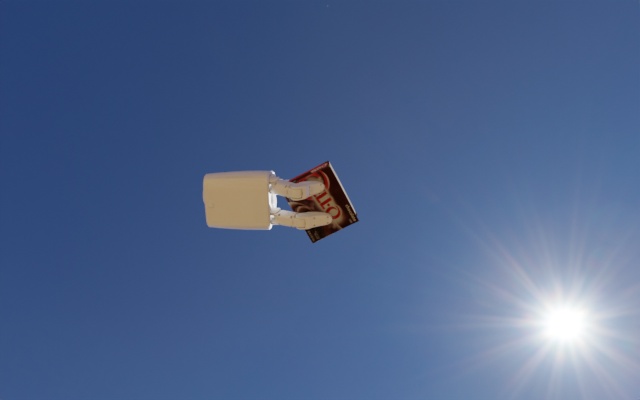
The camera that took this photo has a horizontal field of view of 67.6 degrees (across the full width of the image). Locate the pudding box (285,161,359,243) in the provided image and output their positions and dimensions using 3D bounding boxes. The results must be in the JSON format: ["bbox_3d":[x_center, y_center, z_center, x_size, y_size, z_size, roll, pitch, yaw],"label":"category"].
[{"bbox_3d":[0.000,0.003,0.801,0.090,0.113,0.039,-27,20,10],"label":"pudding box"}]
